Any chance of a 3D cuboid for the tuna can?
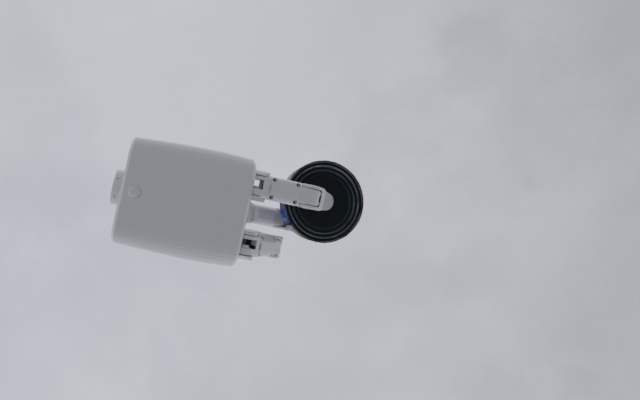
[{"bbox_3d":[0.000,0.002,0.509,0.086,0.086,0.034,0,-2,-16],"label":"tuna can"}]
